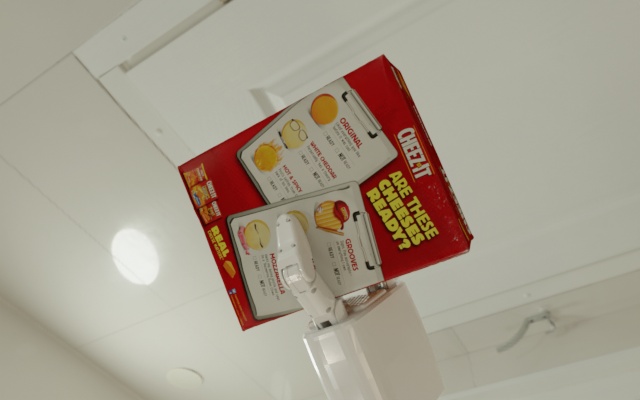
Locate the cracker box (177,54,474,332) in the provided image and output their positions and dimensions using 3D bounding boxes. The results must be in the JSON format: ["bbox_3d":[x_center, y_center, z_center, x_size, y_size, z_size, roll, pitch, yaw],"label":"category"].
[{"bbox_3d":[0.000,0.001,0.421,0.214,0.164,0.072,-24,-4,21],"label":"cracker box"}]
